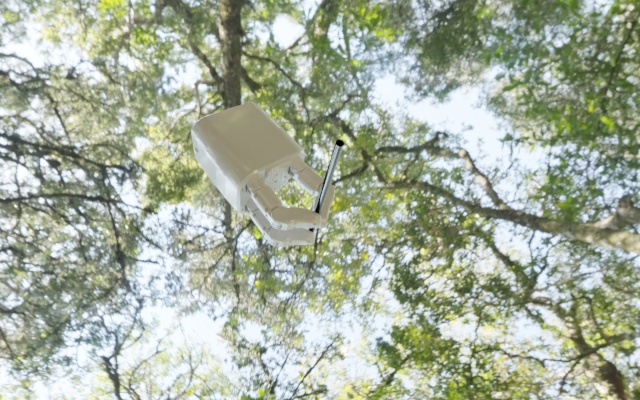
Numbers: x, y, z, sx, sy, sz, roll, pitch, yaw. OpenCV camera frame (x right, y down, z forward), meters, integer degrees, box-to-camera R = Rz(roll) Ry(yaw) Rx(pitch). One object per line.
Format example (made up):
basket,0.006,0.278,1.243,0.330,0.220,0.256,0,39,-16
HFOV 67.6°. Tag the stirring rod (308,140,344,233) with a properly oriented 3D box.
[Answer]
stirring rod,0.000,0.002,0.548,0.011,0.011,0.240,0,-27,-10
